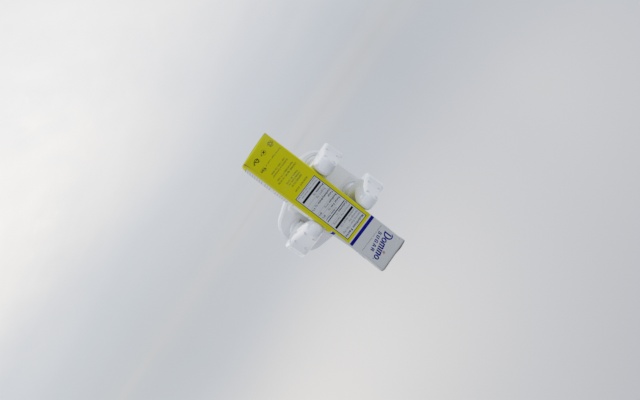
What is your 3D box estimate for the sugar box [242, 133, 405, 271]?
[{"bbox_3d":[0.000,0.001,0.508,0.176,0.048,0.093,35,-2,-6],"label":"sugar box"}]
